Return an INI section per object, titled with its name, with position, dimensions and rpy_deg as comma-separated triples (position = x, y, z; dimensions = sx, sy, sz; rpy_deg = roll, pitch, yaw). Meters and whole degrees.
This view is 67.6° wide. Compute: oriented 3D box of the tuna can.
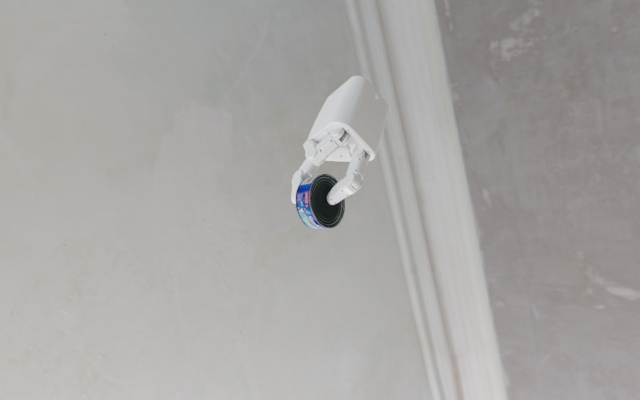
[tuna can]
position = 0.000, 0.003, 0.757
dimensions = 0.034, 0.086, 0.086
rpy_deg = -9, -6, 40
